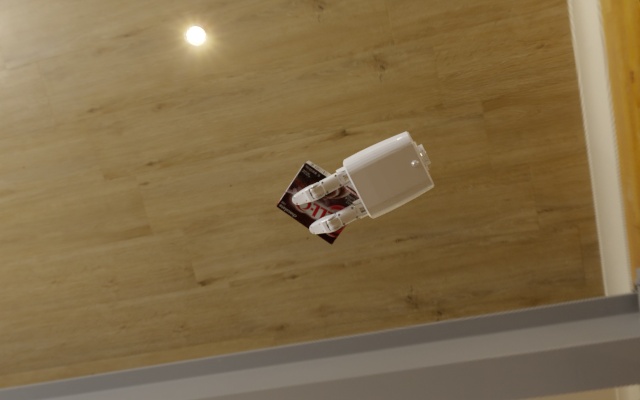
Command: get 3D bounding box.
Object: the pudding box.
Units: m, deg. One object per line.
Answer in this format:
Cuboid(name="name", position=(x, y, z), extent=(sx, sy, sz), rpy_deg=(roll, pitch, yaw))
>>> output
Cuboid(name="pudding box", position=(0.000, 0.002, 0.768), extent=(0.113, 0.090, 0.039), rpy_deg=(35, 17, 1))
